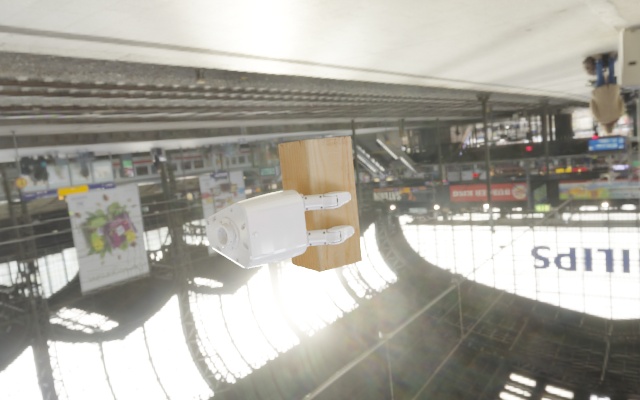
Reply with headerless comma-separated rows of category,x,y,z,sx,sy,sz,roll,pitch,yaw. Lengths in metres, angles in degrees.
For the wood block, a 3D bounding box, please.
wood block,0.000,0.003,0.789,0.090,0.206,0.091,-10,8,-34
